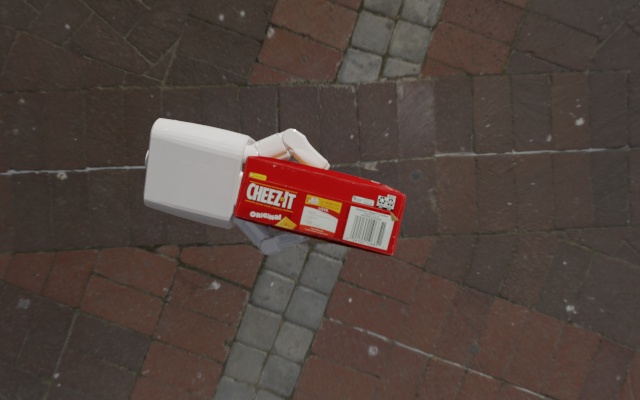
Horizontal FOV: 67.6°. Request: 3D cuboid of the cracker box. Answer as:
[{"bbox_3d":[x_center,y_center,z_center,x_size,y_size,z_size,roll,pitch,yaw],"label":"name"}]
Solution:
[{"bbox_3d":[0.000,0.002,0.567,0.164,0.072,0.213,14,2,0],"label":"cracker box"}]
